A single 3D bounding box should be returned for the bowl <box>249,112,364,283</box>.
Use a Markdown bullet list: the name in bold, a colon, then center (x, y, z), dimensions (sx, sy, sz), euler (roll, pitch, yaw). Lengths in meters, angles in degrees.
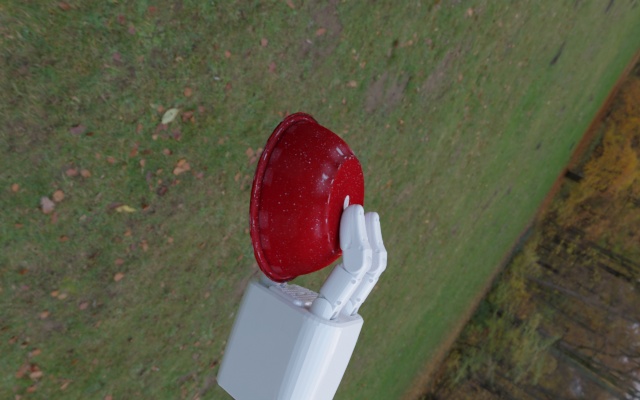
- **bowl**: center (0.001, 0.000, 0.442), dimensions (0.055, 0.162, 0.162), euler (8, 3, 24)
